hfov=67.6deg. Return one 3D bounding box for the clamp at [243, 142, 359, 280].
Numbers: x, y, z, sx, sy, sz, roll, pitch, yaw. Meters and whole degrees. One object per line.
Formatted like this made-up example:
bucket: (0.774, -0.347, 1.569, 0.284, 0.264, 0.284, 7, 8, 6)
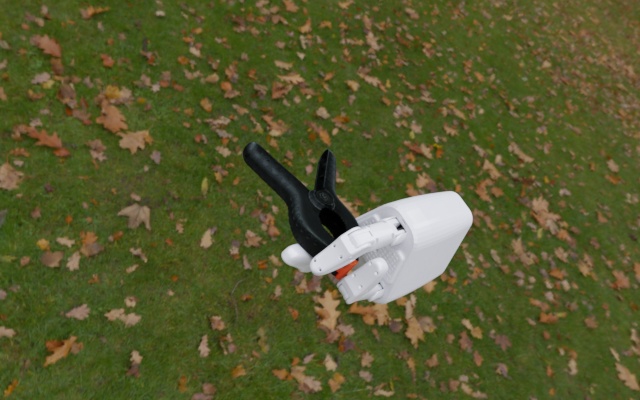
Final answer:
clamp: (0.000, 0.001, 0.513, 0.120, 0.171, 0.039, -13, -28, -39)
